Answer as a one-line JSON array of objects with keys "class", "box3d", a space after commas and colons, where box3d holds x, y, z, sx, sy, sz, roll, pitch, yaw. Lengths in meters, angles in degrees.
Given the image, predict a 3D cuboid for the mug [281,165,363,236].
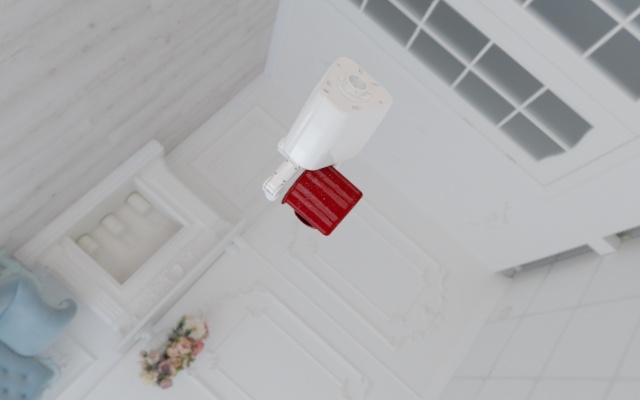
[{"class": "mug", "box3d": [0.000, 0.003, 0.681, 0.093, 0.081, 0.117, -46, -5, -44]}]
